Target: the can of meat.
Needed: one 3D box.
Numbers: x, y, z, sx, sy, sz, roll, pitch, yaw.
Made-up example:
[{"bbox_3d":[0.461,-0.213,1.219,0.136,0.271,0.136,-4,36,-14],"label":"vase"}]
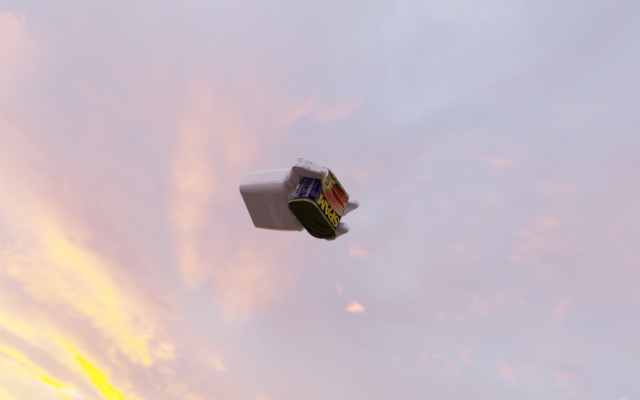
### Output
[{"bbox_3d":[0.000,0.002,0.821,0.057,0.084,0.102,-5,-44,36],"label":"can of meat"}]
